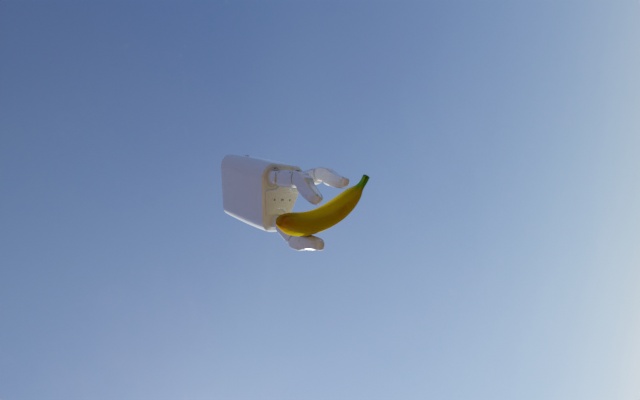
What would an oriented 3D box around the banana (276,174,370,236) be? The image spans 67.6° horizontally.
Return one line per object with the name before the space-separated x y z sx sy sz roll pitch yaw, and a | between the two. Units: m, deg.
banana | 0.002 0.017 0.735 0.037 0.070 0.197 26 38 34
